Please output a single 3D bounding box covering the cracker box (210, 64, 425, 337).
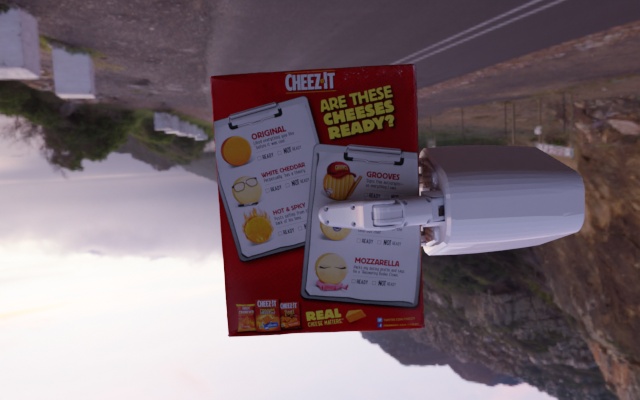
[{"bbox_3d":[0.000,0.002,0.411,0.164,0.214,0.072,-3,4,1],"label":"cracker box"}]
